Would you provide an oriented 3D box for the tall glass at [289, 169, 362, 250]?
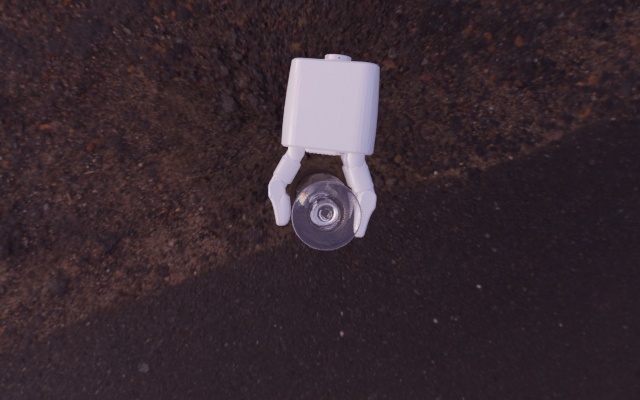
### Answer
[{"bbox_3d":[0.000,0.002,0.600,0.079,0.079,0.201,0,8,-4],"label":"tall glass"}]
